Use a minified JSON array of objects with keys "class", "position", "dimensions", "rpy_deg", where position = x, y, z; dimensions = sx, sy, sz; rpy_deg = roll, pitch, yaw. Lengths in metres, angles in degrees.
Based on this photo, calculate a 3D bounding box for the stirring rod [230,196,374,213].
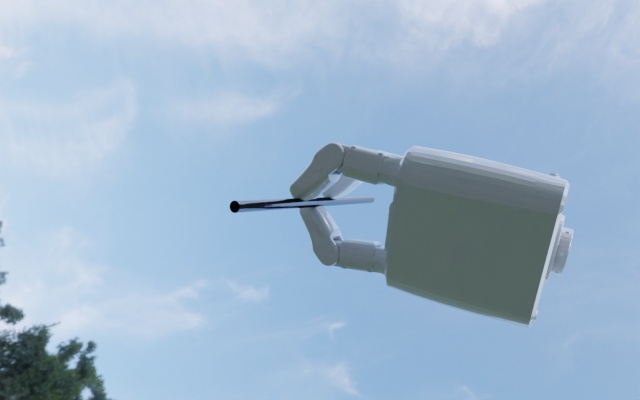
[{"class":"stirring rod","position":[0.000,0.001,0.411],"dimensions":[0.011,0.011,0.239],"rpy_deg":[0,1,27]}]
